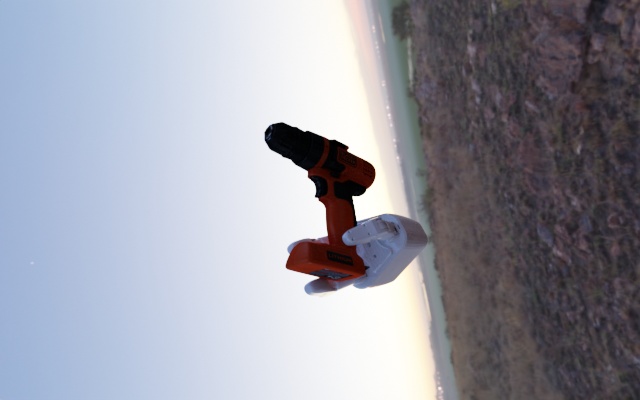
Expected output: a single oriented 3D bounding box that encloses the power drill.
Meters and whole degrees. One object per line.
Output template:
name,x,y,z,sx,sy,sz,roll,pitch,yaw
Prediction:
power drill,0.000,0.003,0.624,0.184,0.187,0.057,20,-27,-34
